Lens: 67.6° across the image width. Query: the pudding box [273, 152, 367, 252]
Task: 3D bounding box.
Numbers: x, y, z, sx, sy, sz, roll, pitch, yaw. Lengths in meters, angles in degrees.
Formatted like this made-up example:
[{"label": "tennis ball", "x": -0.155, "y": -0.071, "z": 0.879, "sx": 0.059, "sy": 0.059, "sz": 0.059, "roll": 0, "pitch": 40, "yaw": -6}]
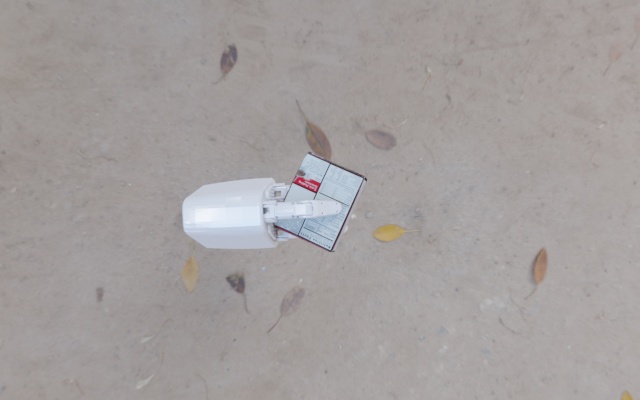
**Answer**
[{"label": "pudding box", "x": 0.000, "y": 0.002, "z": 0.646, "sx": 0.090, "sy": 0.113, "sz": 0.039, "roll": 25, "pitch": 2, "yaw": 8}]
